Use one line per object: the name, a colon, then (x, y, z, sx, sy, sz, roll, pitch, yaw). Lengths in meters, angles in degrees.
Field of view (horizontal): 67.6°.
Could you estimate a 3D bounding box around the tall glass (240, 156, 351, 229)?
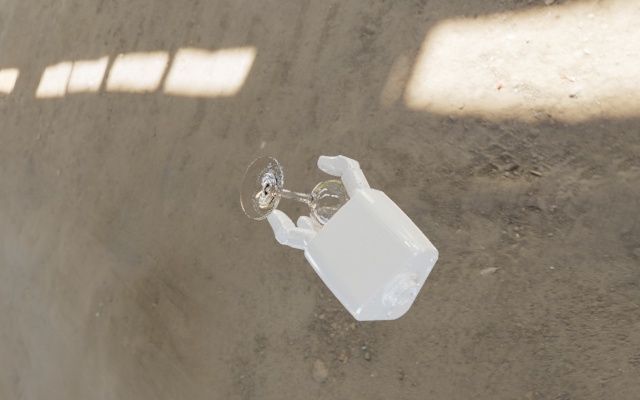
tall glass: (0.000, 0.002, 0.612, 0.079, 0.079, 0.201, 0, -9, 44)
